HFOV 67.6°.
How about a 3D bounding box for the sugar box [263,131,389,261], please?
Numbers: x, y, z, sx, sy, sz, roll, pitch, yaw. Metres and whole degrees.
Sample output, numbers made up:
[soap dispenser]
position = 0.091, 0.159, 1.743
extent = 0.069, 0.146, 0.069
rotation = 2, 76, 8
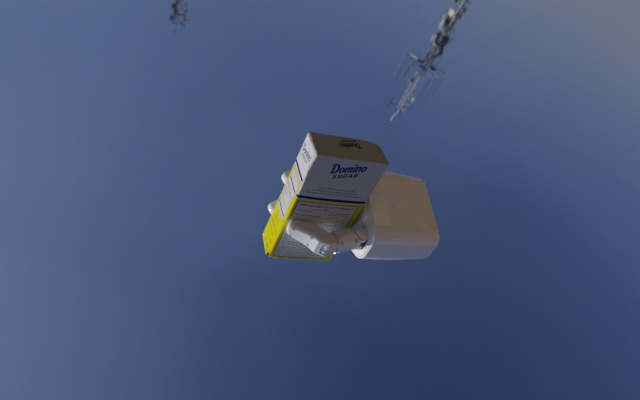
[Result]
[sugar box]
position = 0.000, 0.002, 0.577
extent = 0.093, 0.176, 0.048
rotation = 6, 41, -26
